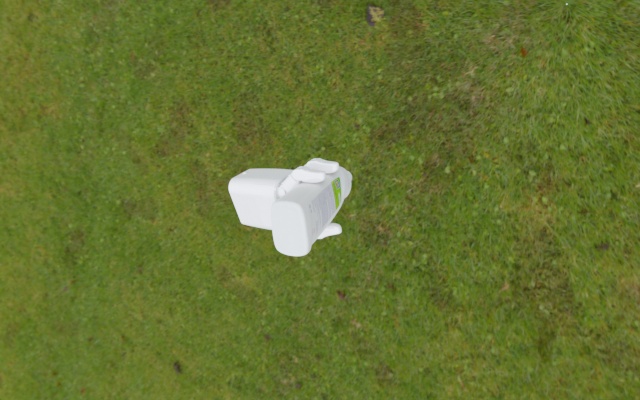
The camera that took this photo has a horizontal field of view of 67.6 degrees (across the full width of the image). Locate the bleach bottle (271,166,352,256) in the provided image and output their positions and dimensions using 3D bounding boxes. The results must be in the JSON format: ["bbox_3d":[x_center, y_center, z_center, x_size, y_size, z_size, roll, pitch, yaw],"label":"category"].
[{"bbox_3d":[0.000,0.003,0.879,0.068,0.103,0.250,4,22,25],"label":"bleach bottle"}]
